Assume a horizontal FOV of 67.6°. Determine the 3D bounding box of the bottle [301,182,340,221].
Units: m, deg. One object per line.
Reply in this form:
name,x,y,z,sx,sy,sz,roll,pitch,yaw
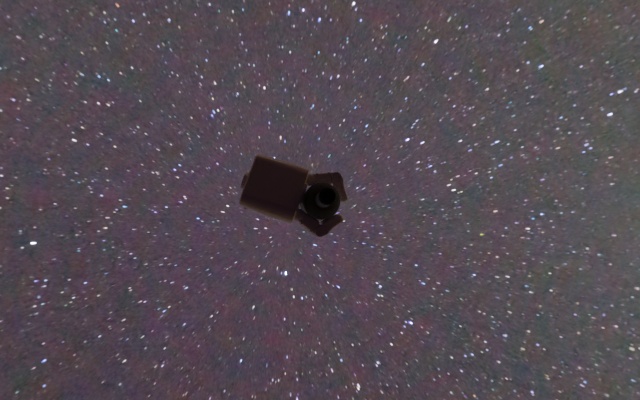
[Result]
bottle,0.000,0.003,0.897,0.069,0.069,0.296,0,-4,-4
